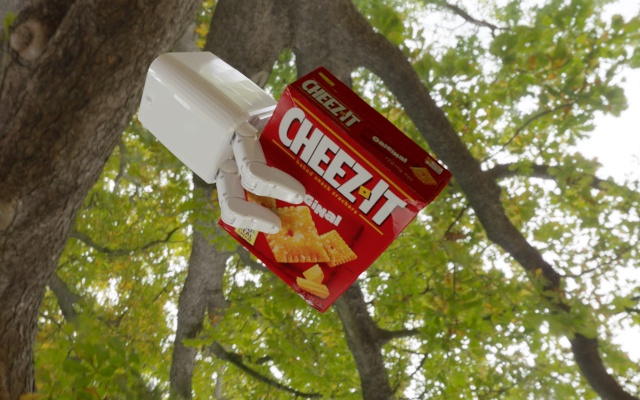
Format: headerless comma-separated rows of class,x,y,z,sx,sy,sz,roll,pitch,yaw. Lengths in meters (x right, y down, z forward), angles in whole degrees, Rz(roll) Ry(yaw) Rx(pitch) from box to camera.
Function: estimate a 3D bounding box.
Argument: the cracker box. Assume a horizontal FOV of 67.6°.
cracker box,0.000,0.002,0.495,0.072,0.164,0.214,-43,-8,-47
